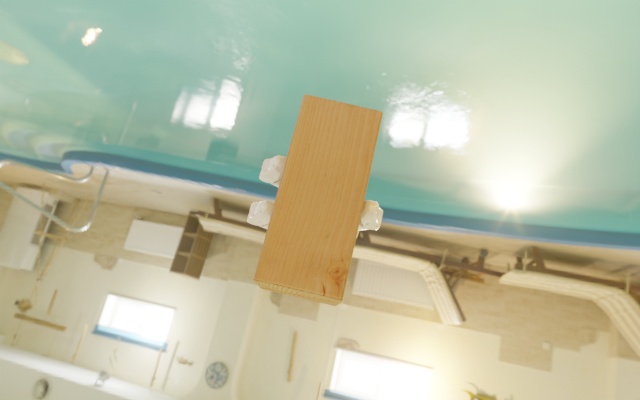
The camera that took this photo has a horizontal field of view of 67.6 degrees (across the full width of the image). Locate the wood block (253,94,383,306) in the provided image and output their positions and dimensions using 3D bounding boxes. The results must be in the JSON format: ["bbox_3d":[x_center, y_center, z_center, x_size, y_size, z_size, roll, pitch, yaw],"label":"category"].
[{"bbox_3d":[0.000,0.002,0.527,0.091,0.206,0.090,13,-16,2],"label":"wood block"}]
